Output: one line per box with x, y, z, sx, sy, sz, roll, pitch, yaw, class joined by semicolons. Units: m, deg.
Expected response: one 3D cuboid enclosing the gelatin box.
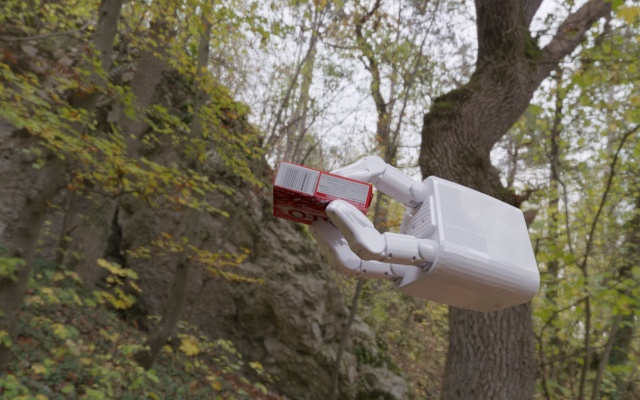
0.000;0.001;0.453;0.089;0.030;0.073;15;-24;1;gelatin box
